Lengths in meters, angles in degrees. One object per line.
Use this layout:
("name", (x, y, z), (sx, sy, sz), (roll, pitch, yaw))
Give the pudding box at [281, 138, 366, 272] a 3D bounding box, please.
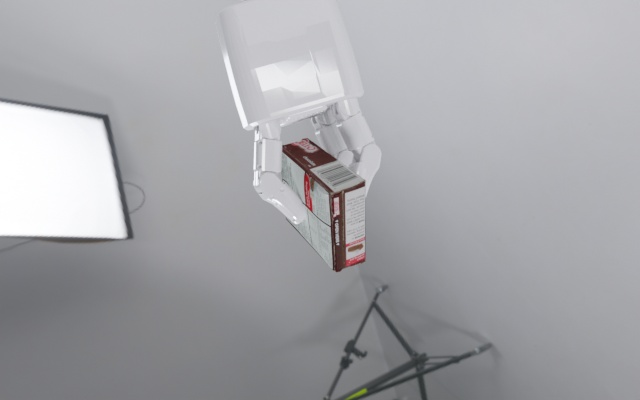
("pudding box", (0.000, 0.002, 0.464), (0.039, 0.090, 0.113), (-18, 34, -21))
